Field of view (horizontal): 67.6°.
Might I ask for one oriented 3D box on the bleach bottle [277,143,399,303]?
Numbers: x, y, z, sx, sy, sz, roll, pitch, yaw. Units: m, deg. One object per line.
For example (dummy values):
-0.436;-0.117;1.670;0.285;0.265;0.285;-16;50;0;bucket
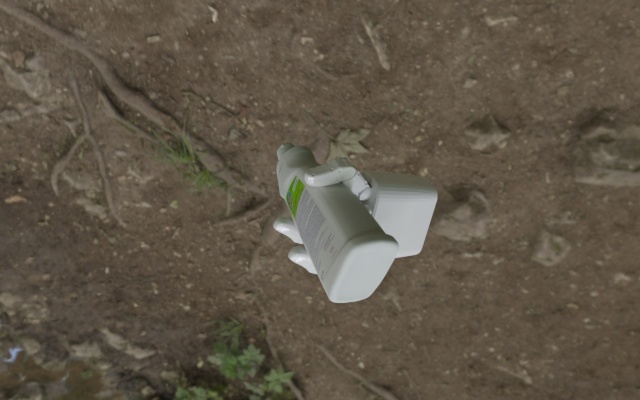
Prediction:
0.000;0.002;0.602;0.068;0.103;0.250;0;40;-29;bleach bottle
